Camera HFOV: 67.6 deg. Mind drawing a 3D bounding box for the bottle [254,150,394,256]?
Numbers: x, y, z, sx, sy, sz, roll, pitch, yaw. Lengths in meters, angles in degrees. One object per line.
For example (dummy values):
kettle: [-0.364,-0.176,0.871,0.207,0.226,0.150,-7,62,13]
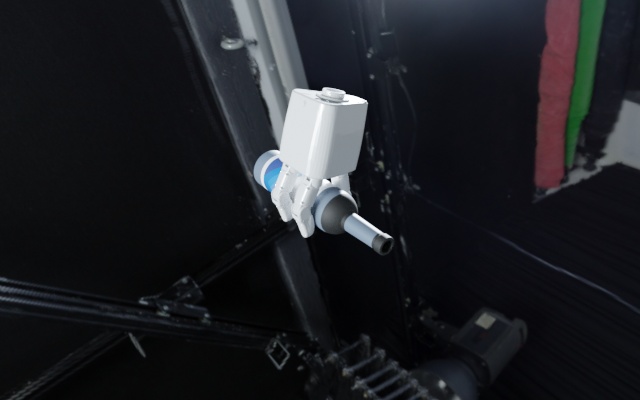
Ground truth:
bottle: [0.000,0.002,0.734,0.069,0.069,0.295,0,24,-41]
